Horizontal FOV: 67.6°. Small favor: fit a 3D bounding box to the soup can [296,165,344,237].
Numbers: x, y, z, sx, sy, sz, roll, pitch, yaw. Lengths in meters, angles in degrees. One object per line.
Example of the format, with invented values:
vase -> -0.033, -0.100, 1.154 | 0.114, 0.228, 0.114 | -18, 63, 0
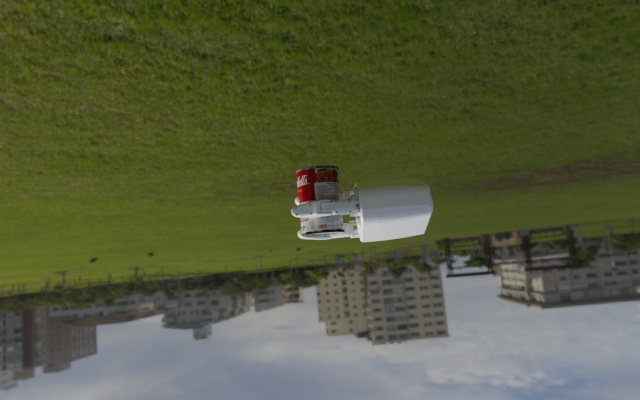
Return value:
soup can -> 0.000, 0.003, 0.741 | 0.068, 0.102, 0.068 | -5, -8, -1
